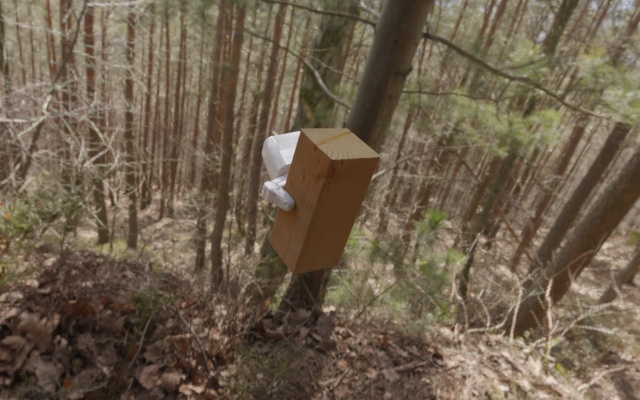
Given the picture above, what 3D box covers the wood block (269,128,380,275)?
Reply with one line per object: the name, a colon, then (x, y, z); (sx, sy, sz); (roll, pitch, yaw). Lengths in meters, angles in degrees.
wood block: (0.000, 0.002, 0.730); (0.091, 0.206, 0.090); (-6, 38, -35)
